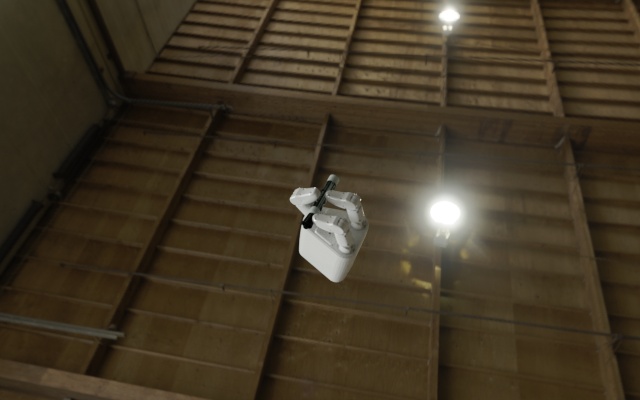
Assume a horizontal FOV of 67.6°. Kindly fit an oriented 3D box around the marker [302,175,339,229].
[{"bbox_3d":[0.000,0.003,0.822,0.020,0.121,0.020,20,-36,15],"label":"marker"}]
